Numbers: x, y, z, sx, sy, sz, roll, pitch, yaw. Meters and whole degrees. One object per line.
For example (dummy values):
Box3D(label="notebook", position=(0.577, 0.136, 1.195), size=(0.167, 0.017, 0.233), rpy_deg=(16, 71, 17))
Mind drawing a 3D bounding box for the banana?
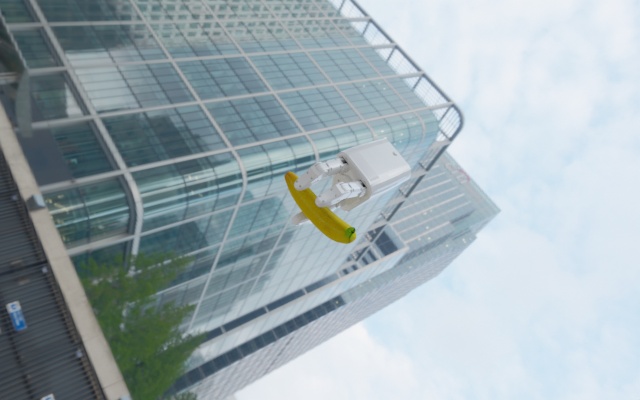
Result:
Box3D(label="banana", position=(0.003, 0.019, 0.799), size=(0.037, 0.070, 0.197), rpy_deg=(-26, 43, -26))
